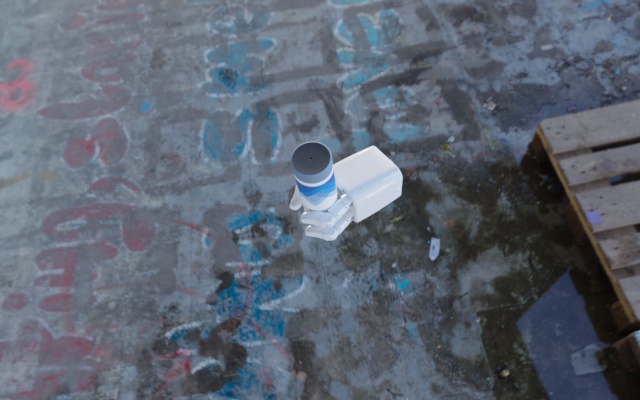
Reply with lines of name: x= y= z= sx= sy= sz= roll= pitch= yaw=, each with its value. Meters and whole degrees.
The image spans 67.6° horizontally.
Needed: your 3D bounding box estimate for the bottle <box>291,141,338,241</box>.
bottle: x=0.000 y=0.003 z=0.890 sx=0.069 sy=0.069 sz=0.296 roll=0 pitch=-29 yaw=7
